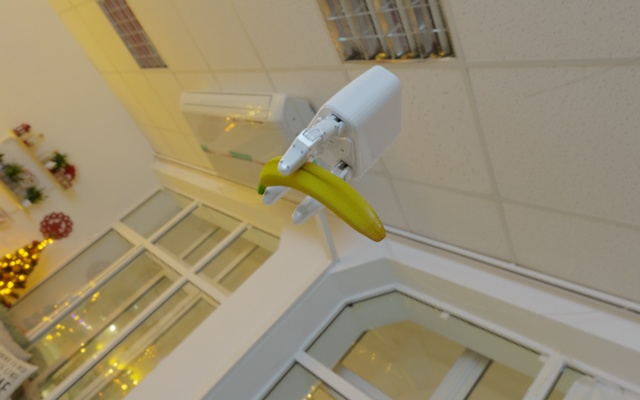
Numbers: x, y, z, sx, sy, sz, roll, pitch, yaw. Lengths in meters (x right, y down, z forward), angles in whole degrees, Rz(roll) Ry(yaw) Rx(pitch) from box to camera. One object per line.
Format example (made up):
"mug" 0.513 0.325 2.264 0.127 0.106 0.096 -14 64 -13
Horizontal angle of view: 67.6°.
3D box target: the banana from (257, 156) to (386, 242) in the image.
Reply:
"banana" -0.006 -0.012 0.563 0.197 0.070 0.037 23 55 35
